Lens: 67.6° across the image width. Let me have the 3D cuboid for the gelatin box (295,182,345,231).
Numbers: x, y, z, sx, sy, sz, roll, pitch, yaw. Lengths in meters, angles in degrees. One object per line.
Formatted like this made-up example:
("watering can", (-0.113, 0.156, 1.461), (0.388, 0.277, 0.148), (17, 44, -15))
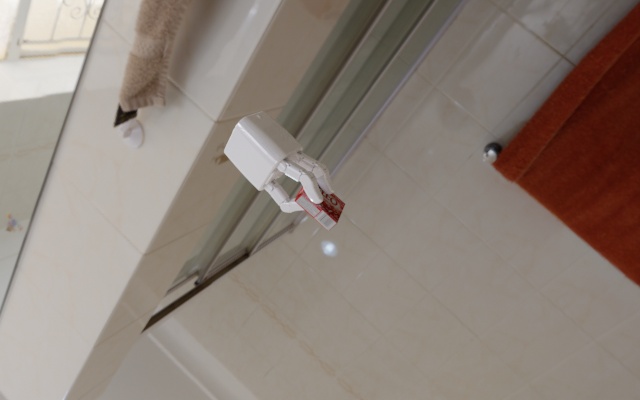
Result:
("gelatin box", (0.000, 0.003, 0.898), (0.030, 0.089, 0.073), (-42, 11, 31))
